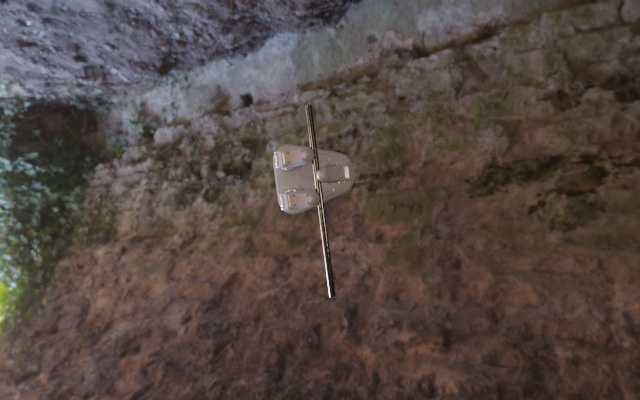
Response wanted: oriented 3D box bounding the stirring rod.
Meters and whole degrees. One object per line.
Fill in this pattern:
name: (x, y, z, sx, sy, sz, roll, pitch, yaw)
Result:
stirring rod: (0.000, 0.002, 0.594, 0.011, 0.239, 0.011, -7, 3, 0)
